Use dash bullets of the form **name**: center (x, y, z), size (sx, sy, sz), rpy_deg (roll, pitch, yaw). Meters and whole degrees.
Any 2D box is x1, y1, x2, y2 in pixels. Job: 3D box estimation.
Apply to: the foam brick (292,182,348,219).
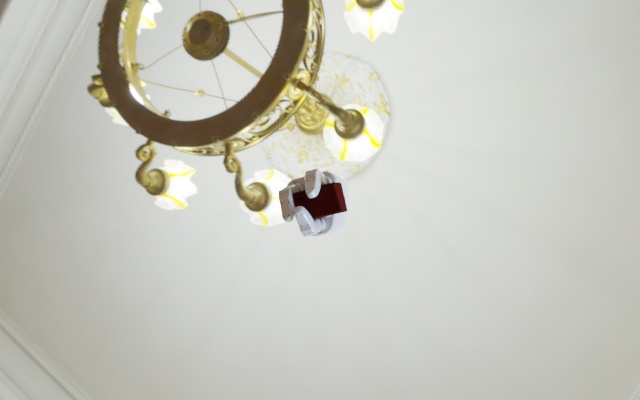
- **foam brick**: center (0.000, 0.003, 0.814), size (0.078, 0.053, 0.051), rpy_deg (-14, -3, 17)
